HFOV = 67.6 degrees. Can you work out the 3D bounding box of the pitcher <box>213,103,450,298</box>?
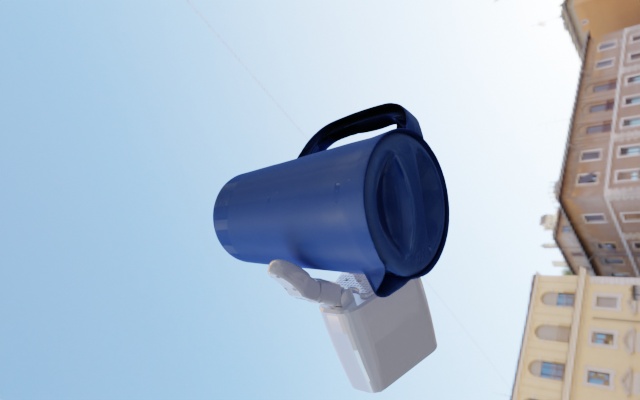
[{"bbox_3d":[0.000,0.002,0.499,0.243,0.145,0.149,-6,22,44],"label":"pitcher"}]
